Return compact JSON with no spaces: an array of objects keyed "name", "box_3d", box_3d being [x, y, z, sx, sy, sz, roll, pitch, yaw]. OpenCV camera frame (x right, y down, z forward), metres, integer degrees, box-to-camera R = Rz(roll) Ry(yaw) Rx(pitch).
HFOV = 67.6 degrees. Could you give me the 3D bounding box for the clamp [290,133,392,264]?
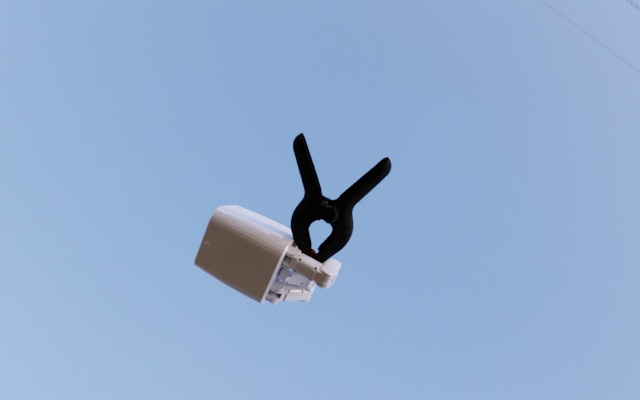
[{"name":"clamp","box_3d":[0.000,0.002,0.593,0.120,0.171,0.039,26,16,2]}]
